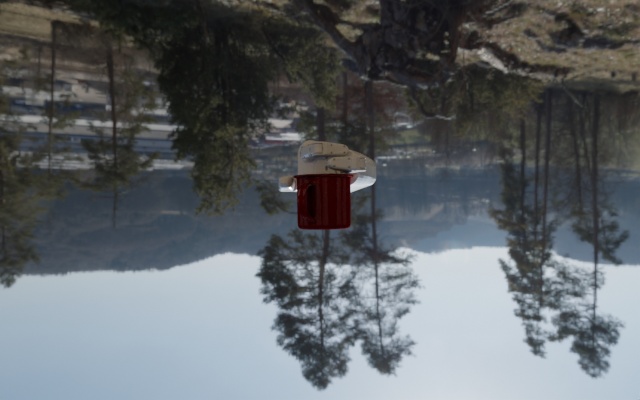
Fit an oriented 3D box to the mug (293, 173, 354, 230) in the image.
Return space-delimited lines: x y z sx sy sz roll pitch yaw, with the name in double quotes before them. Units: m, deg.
"mug" 0.000 0.003 0.718 0.093 0.081 0.117 -1 -1 25
